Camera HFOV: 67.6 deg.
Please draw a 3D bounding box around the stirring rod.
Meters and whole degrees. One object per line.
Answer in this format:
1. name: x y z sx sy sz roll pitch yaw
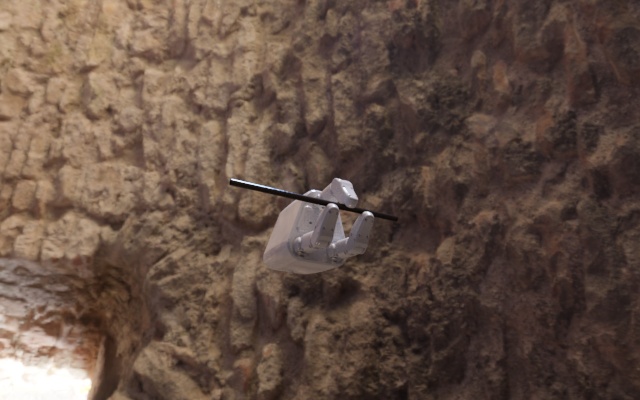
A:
1. stirring rod: 0.000 0.002 0.613 0.239 0.011 0.011 13 -6 -26
